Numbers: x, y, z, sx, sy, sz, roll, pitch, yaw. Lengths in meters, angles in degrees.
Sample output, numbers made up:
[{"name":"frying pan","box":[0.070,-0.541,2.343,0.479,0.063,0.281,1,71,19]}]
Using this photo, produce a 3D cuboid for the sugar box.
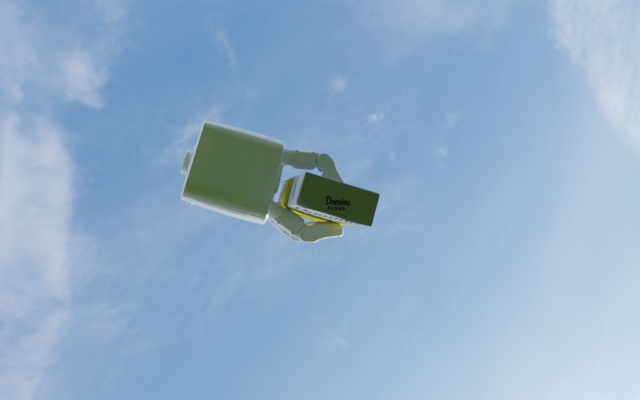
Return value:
[{"name":"sugar box","box":[0.000,0.002,0.611,0.093,0.048,0.176,16,-3,-12]}]
